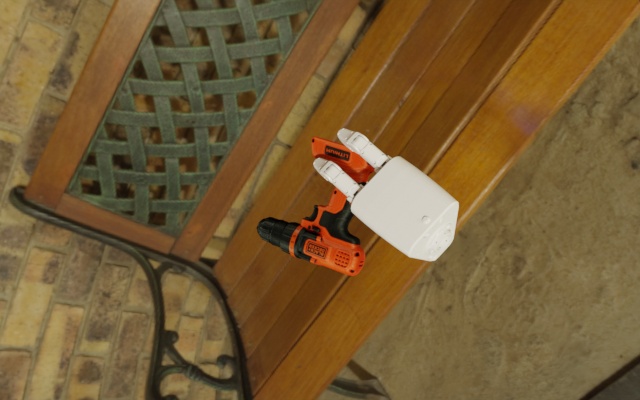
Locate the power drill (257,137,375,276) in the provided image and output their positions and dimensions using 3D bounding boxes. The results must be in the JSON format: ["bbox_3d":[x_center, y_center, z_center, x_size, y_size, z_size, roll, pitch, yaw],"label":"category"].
[{"bbox_3d":[0.000,0.002,0.729,0.184,0.187,0.057,18,7,22],"label":"power drill"}]
